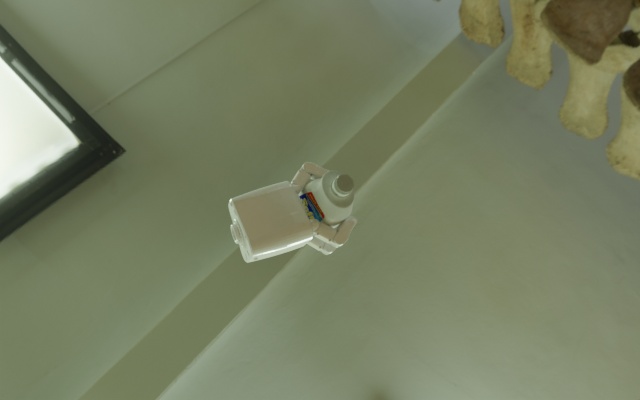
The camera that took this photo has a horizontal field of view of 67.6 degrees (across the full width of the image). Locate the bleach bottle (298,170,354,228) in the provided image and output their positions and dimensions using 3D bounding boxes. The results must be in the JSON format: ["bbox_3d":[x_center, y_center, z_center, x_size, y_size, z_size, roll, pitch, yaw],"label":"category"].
[{"bbox_3d":[0.000,0.003,0.827,0.068,0.102,0.251,-17,-12,-20],"label":"bleach bottle"}]
